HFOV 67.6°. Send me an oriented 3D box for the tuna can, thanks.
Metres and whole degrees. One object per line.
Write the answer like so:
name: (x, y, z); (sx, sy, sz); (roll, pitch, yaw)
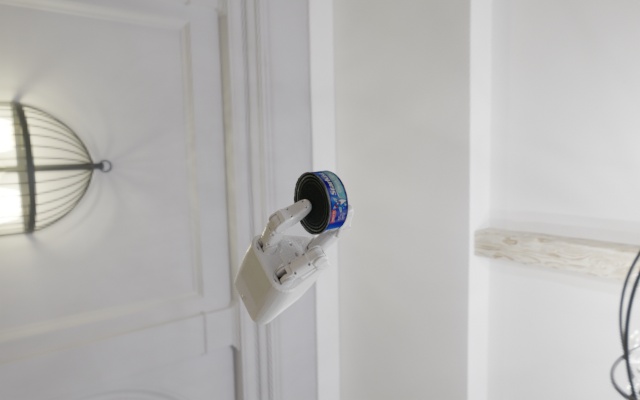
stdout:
tuna can: (0.001, 0.002, 0.650); (0.034, 0.086, 0.086); (-10, 5, -34)
